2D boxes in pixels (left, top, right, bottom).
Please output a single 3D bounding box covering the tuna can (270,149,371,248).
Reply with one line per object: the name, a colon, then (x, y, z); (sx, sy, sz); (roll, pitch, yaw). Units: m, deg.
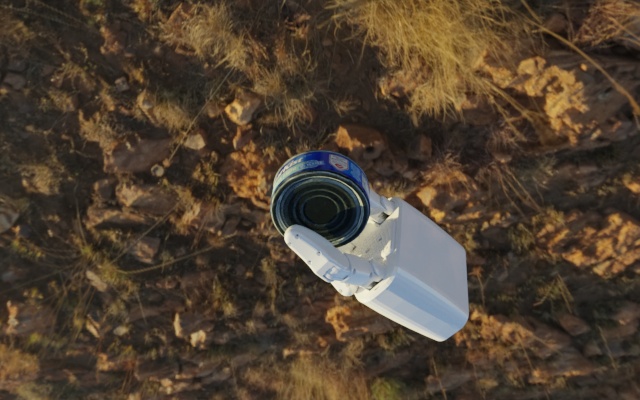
tuna can: (0.000, 0.002, 0.410); (0.086, 0.086, 0.033); (0, 35, 3)
